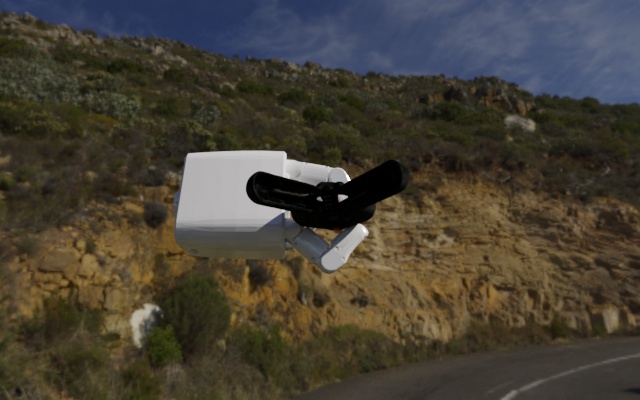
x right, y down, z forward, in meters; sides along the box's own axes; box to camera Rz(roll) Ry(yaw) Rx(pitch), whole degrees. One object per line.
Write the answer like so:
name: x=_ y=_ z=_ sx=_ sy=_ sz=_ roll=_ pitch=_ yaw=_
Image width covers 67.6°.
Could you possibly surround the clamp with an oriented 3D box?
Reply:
clamp: x=0.000 y=0.001 z=0.417 sx=0.120 sy=0.039 sz=0.171 roll=3 pitch=-16 yaw=-4
